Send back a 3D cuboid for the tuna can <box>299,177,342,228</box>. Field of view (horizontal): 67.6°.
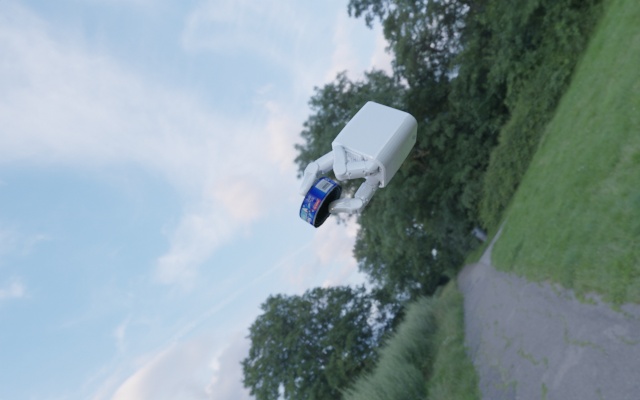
[{"bbox_3d":[0.000,0.002,0.819,0.033,0.086,0.086,31,9,16],"label":"tuna can"}]
